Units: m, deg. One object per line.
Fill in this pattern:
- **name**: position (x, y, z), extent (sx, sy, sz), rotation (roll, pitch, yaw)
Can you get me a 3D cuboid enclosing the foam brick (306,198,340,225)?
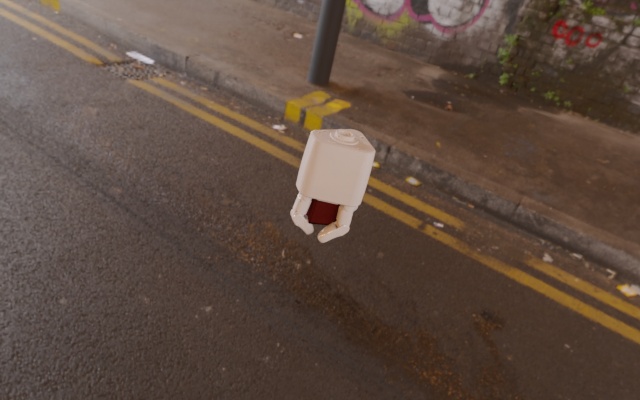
- **foam brick**: position (0.000, 0.003, 0.883), extent (0.053, 0.051, 0.078), rotation (5, 31, -22)
